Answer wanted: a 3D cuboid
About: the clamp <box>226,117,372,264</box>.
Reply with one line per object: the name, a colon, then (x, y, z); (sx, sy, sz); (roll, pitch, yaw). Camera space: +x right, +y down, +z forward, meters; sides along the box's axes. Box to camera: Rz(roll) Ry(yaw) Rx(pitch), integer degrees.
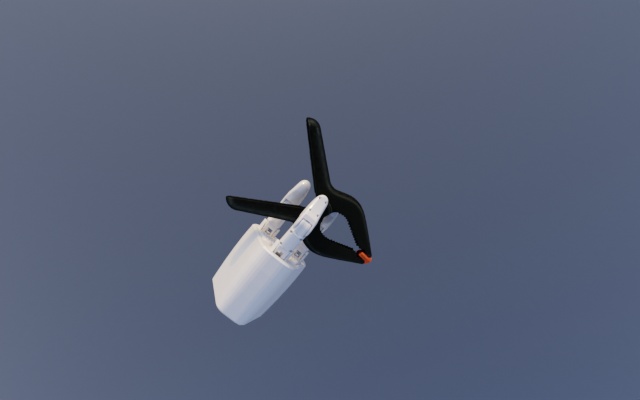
clamp: (0.000, 0.003, 0.656); (0.210, 0.164, 0.036); (39, 2, -7)
